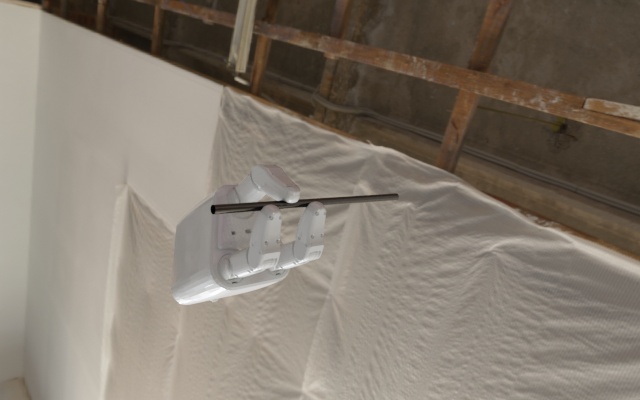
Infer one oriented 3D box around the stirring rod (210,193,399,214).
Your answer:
[{"bbox_3d":[0.000,0.002,0.471,0.239,0.011,0.011,-4,3,-43],"label":"stirring rod"}]
